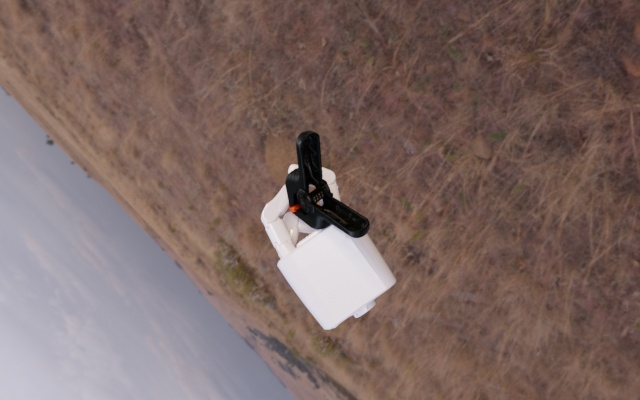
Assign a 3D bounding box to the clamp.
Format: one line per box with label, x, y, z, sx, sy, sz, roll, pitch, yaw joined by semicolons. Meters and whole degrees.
clamp;-0.001;0.002;0.543;0.039;0.120;0.171;-25;-10;-15
